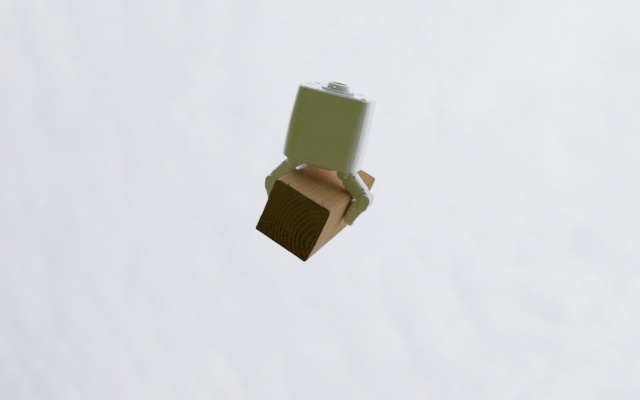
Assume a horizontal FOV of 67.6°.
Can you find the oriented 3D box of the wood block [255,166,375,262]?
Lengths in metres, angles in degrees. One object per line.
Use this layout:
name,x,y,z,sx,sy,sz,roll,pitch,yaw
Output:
wood block,0.001,0.002,0.741,0.091,0.090,0.206,32,25,13
